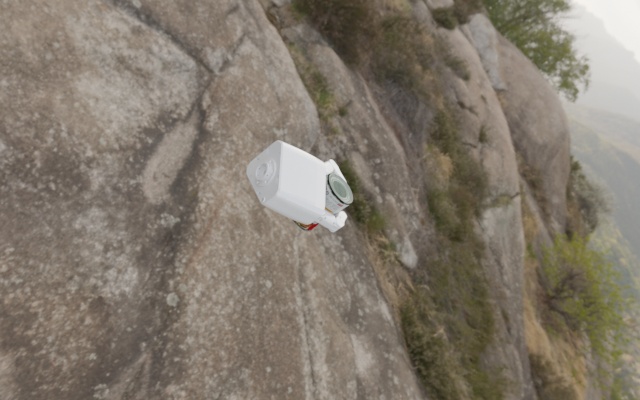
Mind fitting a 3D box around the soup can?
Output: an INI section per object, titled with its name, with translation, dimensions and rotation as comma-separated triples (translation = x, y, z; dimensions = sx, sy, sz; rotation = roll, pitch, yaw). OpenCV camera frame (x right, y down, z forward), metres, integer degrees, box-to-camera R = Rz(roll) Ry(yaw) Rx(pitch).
[soup can]
translation = 0.001, 0.003, 0.876
dimensions = 0.102, 0.068, 0.068
rotation = -35, -18, 28
